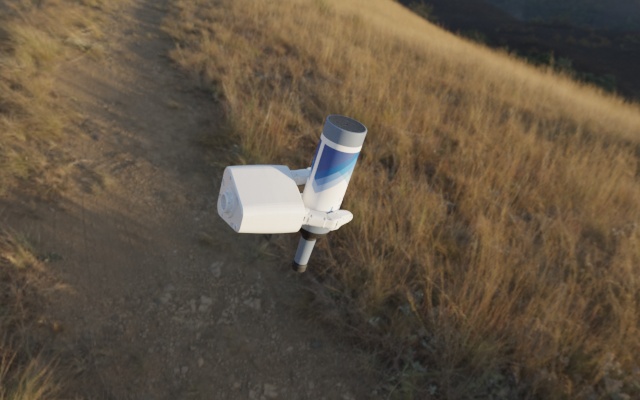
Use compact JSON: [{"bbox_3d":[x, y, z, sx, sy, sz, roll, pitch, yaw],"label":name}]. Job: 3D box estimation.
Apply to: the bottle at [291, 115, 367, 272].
[{"bbox_3d":[0.000,0.002,0.815,0.069,0.296,0.069,14,29,-8],"label":"bottle"}]
